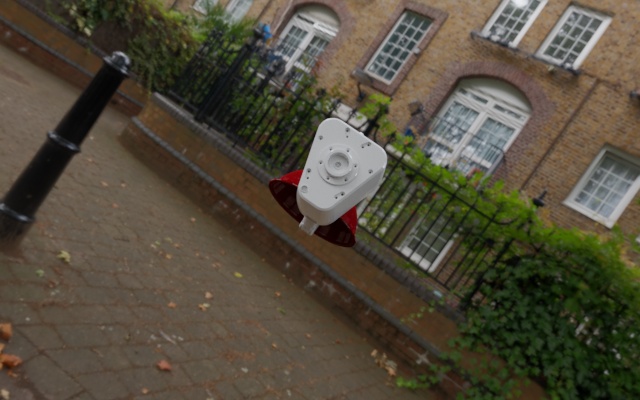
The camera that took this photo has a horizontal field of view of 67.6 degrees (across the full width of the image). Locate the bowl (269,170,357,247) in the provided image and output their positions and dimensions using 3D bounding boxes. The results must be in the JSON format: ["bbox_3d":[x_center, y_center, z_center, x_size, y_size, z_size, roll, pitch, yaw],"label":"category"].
[{"bbox_3d":[0.000,0.002,0.738,0.162,0.055,0.162,32,-20,13],"label":"bowl"}]
